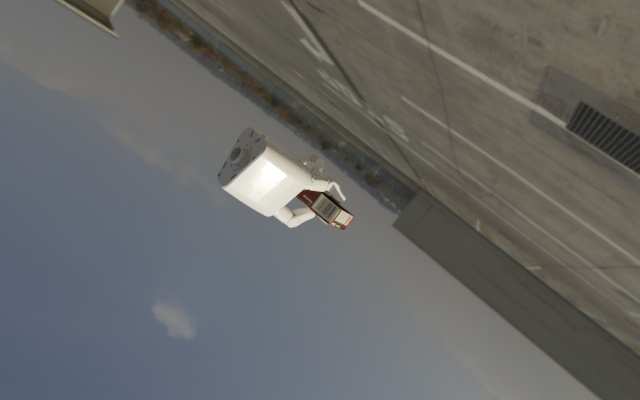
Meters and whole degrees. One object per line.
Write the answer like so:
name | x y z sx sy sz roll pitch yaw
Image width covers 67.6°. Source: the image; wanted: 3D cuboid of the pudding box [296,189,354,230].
pudding box | 0.000 0.003 0.869 0.113 0.039 0.090 42 6 21
